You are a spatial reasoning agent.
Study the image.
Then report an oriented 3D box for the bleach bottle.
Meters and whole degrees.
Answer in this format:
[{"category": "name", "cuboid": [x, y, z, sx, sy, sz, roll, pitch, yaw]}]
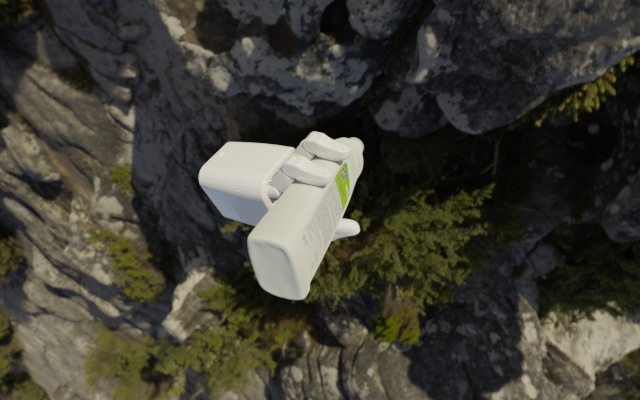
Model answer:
[{"category": "bleach bottle", "cuboid": [0.000, 0.002, 0.618, 0.068, 0.103, 0.250, 10, 41, 24]}]
